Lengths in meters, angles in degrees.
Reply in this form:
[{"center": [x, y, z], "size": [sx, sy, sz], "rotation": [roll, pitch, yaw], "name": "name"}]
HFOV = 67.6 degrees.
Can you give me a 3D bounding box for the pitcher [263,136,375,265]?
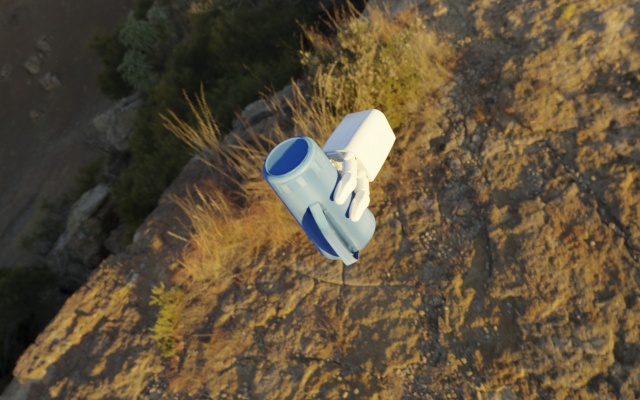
[{"center": [0.000, 0.003, 0.888], "size": [0.149, 0.145, 0.243], "rotation": [12, -28, 41], "name": "pitcher"}]
